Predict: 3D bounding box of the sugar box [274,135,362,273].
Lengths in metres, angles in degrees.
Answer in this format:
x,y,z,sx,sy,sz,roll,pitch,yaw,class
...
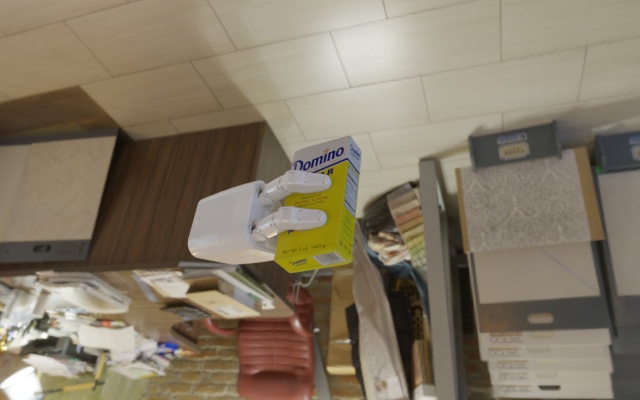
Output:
x,y,z,sx,sy,sz,roll,pitch,yaw,class
0.000,0.002,0.623,0.093,0.176,0.048,-13,-36,27,sugar box
